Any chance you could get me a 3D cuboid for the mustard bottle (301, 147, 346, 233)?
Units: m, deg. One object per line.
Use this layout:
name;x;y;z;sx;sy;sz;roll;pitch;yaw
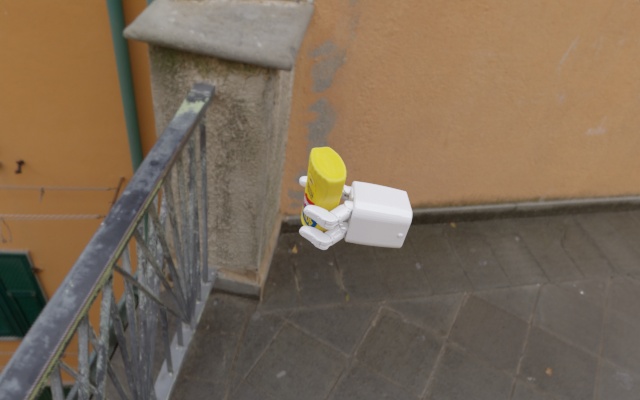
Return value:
mustard bottle;0.000;0.003;0.879;0.058;0.192;0.096;-8;46;-20
